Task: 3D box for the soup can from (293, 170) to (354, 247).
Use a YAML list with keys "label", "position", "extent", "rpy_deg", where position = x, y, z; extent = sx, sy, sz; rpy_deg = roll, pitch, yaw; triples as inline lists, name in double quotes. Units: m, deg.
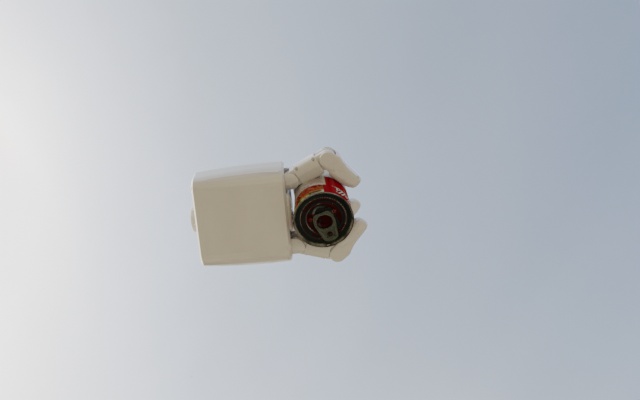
- label: "soup can"
  position: [0.001, 0.002, 0.570]
  extent: [0.068, 0.068, 0.102]
  rpy_deg: [0, 24, -4]
